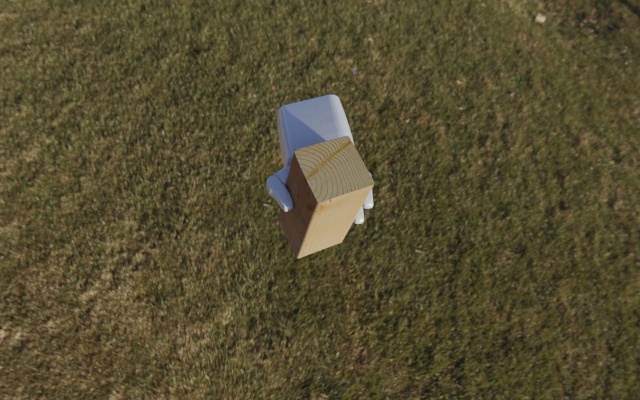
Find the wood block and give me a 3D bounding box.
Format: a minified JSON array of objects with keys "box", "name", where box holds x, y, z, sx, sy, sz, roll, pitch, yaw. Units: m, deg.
[{"box":[0.000,0.002,0.748,0.091,0.090,0.206,-18,-23,-19],"name":"wood block"}]
